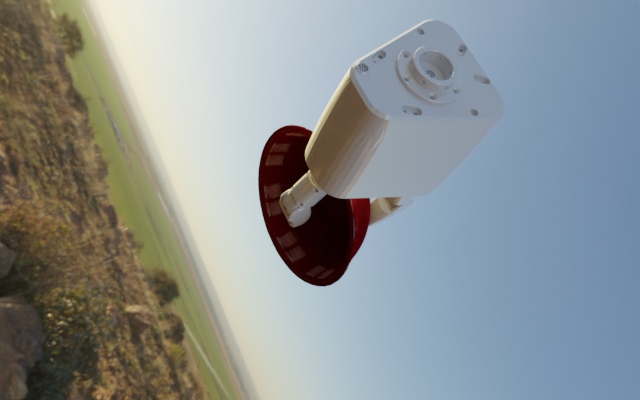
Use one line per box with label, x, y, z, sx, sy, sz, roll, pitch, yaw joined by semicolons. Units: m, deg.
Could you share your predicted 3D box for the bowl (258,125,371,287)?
bowl;0.000;0.002;0.484;0.055;0.162;0.162;-15;9;-35
